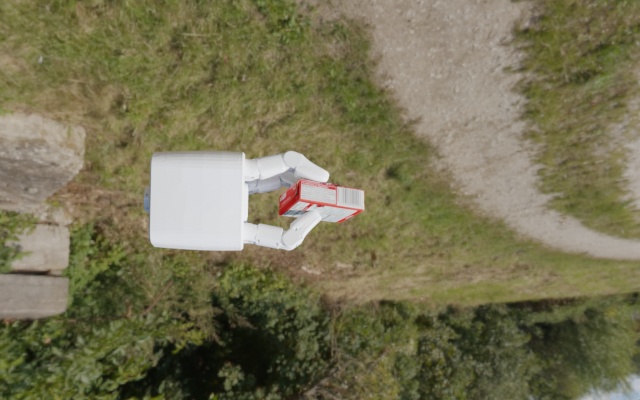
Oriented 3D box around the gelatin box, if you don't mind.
[{"bbox_3d":[0.000,0.002,0.598,0.089,0.030,0.073,9,-18,-20],"label":"gelatin box"}]
